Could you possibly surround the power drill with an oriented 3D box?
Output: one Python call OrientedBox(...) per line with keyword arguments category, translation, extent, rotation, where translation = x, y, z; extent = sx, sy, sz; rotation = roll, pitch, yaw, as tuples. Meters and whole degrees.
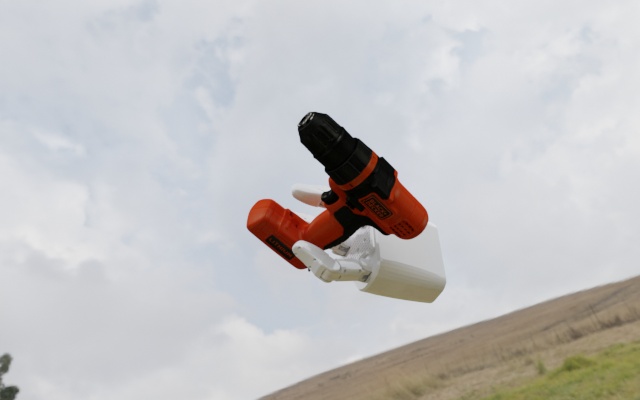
OrientedBox(category="power drill", translation=(0.000, 0.002, 0.544), extent=(0.184, 0.057, 0.188), rotation=(43, -47, -22))
